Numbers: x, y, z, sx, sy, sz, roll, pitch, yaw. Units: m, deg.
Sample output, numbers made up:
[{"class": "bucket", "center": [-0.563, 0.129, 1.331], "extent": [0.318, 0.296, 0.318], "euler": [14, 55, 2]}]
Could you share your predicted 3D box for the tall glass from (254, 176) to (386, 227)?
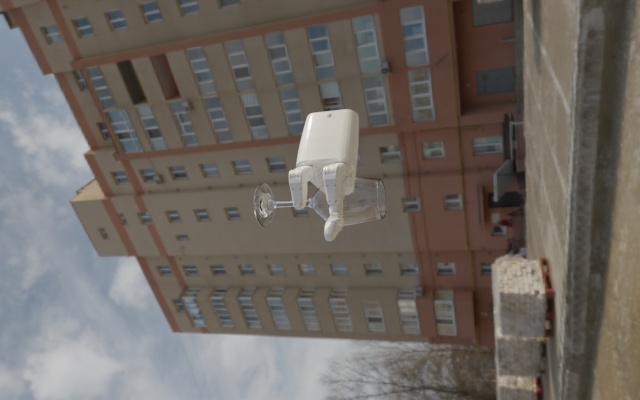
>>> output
[{"class": "tall glass", "center": [-0.001, 0.003, 0.761], "extent": [0.201, 0.079, 0.079], "euler": [-3, -1, 19]}]
